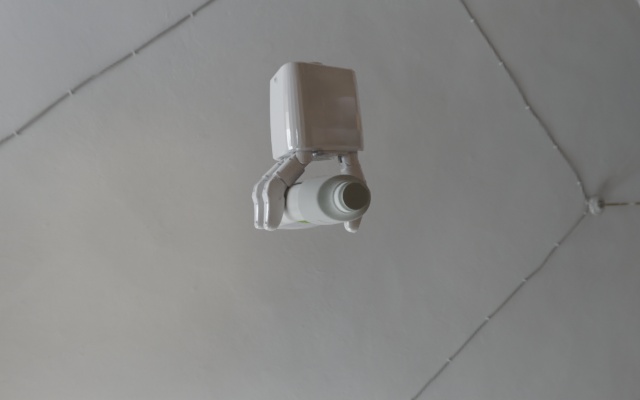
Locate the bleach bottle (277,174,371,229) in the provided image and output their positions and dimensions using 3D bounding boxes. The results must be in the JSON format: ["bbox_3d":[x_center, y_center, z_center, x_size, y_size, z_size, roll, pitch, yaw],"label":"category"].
[{"bbox_3d":[0.000,0.002,0.588,0.102,0.068,0.251,-4,-2,-20],"label":"bleach bottle"}]
